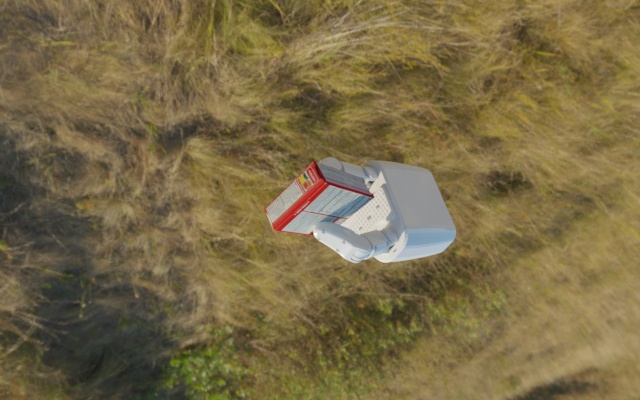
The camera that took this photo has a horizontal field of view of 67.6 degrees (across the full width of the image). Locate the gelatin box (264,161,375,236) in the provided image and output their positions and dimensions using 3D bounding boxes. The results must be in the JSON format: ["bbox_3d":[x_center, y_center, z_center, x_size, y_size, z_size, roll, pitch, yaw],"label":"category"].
[{"bbox_3d":[0.000,0.002,0.473,0.073,0.030,0.089,-42,-29,24],"label":"gelatin box"}]
